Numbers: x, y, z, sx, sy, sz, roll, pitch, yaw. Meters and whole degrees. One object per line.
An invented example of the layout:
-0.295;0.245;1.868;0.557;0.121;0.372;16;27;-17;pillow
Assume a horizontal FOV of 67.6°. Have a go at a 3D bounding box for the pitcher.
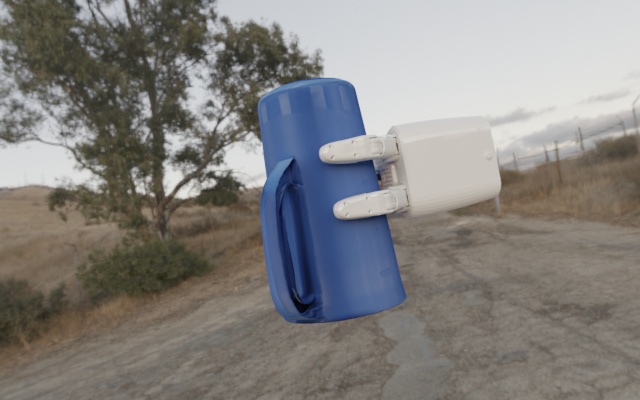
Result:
0.000;0.002;0.503;0.145;0.243;0.149;-11;-1;-11;pitcher
